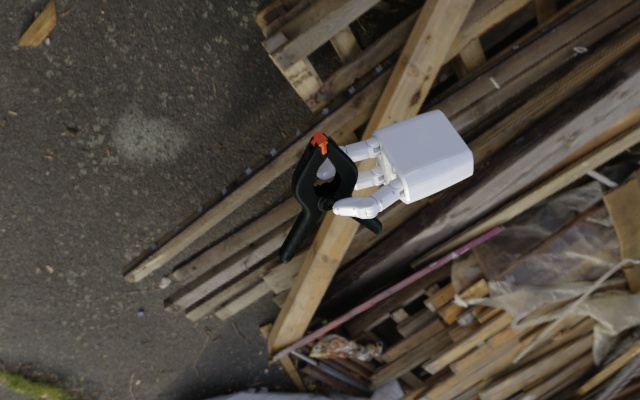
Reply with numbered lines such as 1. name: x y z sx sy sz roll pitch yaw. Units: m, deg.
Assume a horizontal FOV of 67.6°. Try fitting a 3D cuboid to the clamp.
1. clamp: 0.000 0.002 0.668 0.164 0.210 0.036 -22 43 -7
